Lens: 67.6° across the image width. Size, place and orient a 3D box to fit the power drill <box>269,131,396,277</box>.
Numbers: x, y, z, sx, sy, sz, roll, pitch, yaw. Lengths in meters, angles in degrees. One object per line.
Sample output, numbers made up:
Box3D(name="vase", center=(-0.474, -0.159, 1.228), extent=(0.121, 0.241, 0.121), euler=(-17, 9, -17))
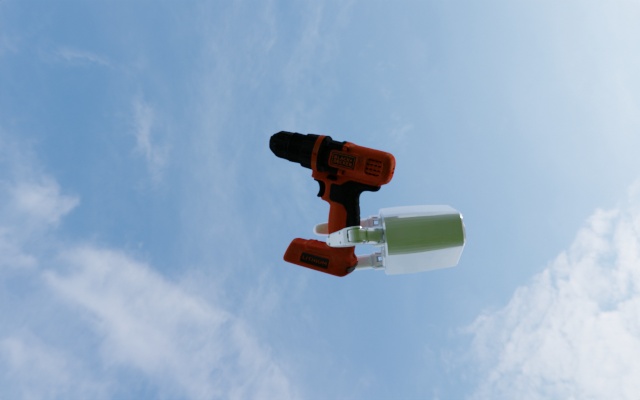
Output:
Box3D(name="power drill", center=(0.000, 0.003, 0.678), extent=(0.184, 0.188, 0.057), euler=(15, 13, 17))
